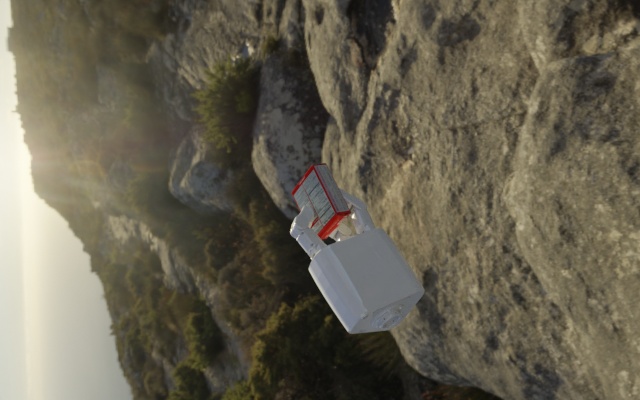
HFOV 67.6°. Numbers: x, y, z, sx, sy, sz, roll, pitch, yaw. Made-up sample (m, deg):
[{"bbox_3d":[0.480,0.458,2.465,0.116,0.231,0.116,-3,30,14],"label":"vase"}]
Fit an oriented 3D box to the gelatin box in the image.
[{"bbox_3d":[0.000,0.002,0.701,0.030,0.089,0.073,-9,-28,-37],"label":"gelatin box"}]
